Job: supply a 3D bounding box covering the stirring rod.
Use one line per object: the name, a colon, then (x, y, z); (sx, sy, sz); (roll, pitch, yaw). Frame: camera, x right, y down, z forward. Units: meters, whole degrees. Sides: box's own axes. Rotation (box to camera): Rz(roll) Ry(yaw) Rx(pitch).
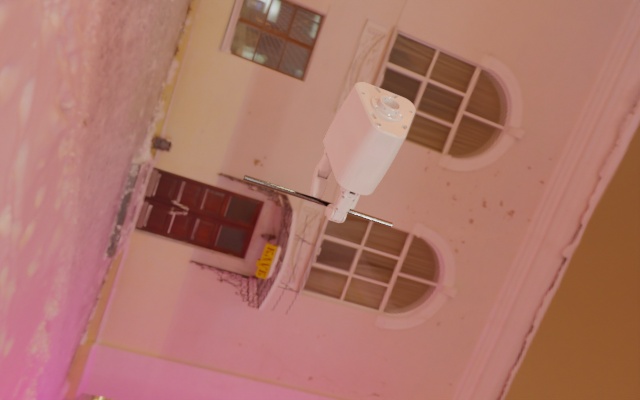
stirring rod: (0.000, 0.002, 0.723); (0.239, 0.011, 0.011); (18, -4, -13)
